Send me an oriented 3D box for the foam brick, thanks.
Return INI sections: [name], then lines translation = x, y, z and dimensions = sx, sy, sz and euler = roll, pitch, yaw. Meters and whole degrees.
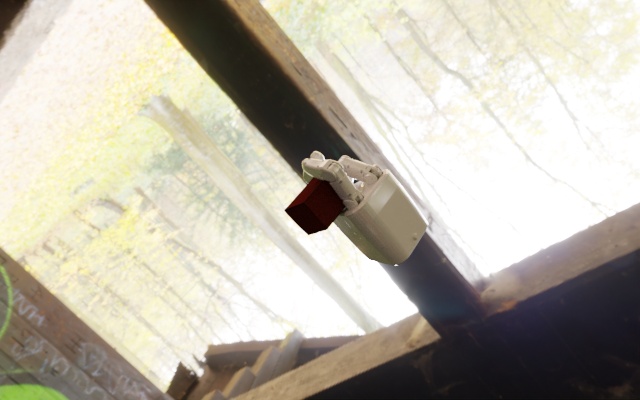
[foam brick]
translation = 0.000, 0.002, 0.661
dimensions = 0.078, 0.051, 0.053
euler = -49, 16, -32
